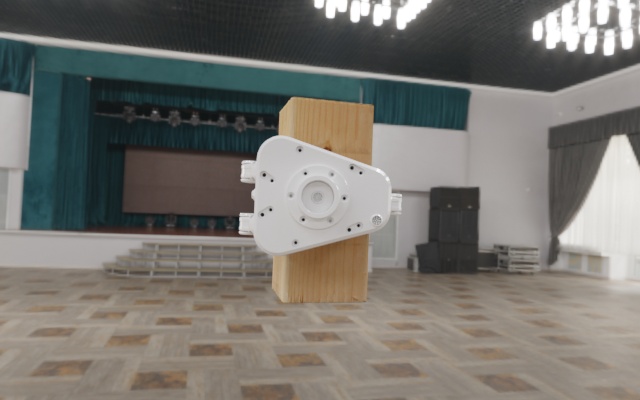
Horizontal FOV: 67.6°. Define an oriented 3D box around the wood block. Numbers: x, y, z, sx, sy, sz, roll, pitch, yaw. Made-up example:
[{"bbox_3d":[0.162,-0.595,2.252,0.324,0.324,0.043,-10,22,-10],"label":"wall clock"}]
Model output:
[{"bbox_3d":[0.000,0.002,0.527,0.091,0.206,0.090,3,-1,-13],"label":"wood block"}]
